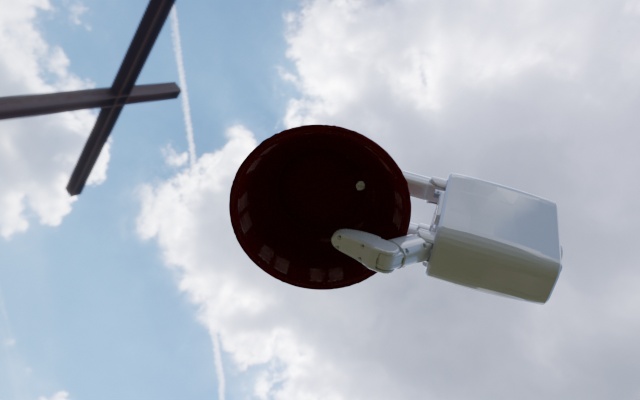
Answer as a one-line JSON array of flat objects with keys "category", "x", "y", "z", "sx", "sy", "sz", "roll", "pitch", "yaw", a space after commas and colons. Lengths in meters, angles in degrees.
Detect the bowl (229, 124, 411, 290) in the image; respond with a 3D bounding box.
[{"category": "bowl", "x": -0.001, "y": 0.001, "z": 0.444, "sx": 0.162, "sy": 0.162, "sz": 0.055, "roll": 0, "pitch": 25, "yaw": 2}]
